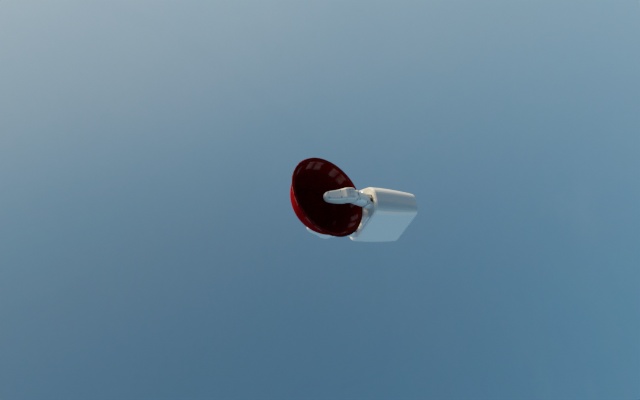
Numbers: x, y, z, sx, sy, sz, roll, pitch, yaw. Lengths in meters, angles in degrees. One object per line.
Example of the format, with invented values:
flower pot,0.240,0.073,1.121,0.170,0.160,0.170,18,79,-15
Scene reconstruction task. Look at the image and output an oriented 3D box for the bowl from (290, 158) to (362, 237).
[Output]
bowl,-0.001,0.003,0.887,0.162,0.162,0.055,0,-26,-42
